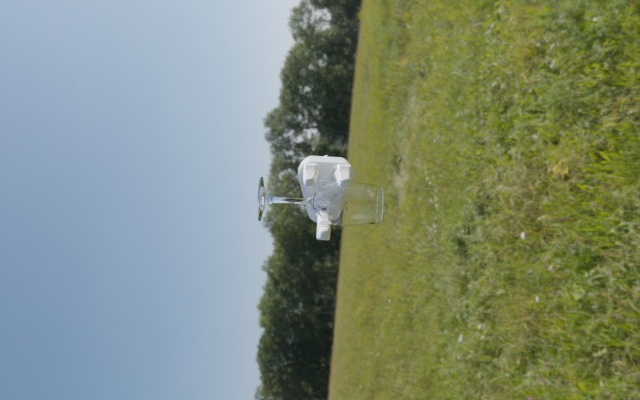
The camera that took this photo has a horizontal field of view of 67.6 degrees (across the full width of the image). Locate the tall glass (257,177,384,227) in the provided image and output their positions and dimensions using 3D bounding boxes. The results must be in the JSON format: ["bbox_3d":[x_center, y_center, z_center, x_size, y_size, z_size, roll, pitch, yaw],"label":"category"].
[{"bbox_3d":[-0.001,0.003,0.788,0.201,0.079,0.079,3,0,-1],"label":"tall glass"}]
